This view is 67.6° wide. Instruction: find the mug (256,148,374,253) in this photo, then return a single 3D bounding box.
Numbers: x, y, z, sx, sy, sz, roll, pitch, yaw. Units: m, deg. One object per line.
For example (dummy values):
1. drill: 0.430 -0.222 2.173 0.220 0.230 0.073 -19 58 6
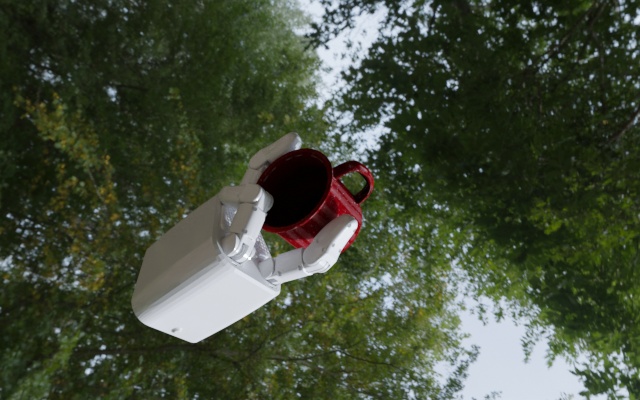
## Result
1. mug: 0.001 0.001 0.480 0.117 0.093 0.081 -33 -42 12
